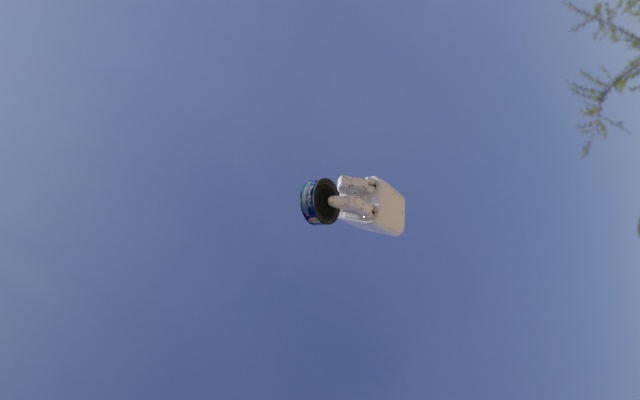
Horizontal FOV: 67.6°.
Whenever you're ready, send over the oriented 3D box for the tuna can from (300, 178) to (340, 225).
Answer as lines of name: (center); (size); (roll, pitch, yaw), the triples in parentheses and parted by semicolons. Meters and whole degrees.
tuna can: (0.000, 0.003, 0.877); (0.034, 0.086, 0.086); (-6, -3, 35)
